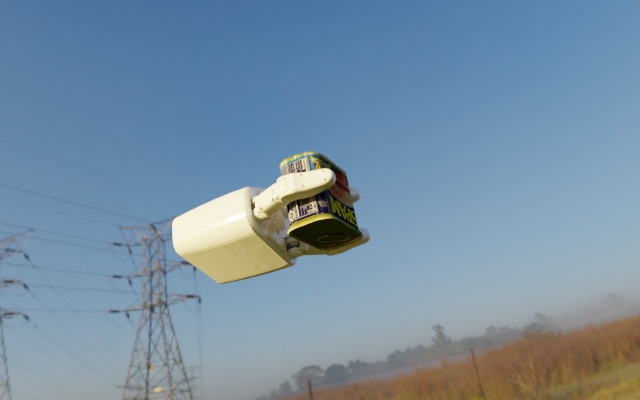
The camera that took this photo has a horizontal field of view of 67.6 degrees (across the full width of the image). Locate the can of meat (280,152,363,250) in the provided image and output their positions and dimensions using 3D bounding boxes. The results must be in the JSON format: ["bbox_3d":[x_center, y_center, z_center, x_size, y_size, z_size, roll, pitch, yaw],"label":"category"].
[{"bbox_3d":[0.000,0.001,0.541,0.057,0.084,0.102,-21,-26,21],"label":"can of meat"}]
